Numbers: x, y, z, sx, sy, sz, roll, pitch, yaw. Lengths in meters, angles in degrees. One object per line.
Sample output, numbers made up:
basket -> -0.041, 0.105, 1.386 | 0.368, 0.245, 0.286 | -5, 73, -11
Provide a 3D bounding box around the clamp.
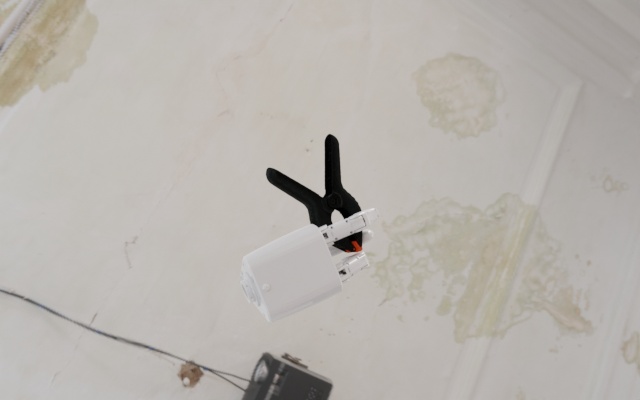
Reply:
clamp -> 0.000, 0.002, 0.668 | 0.120, 0.171, 0.039 | -22, 0, -19
